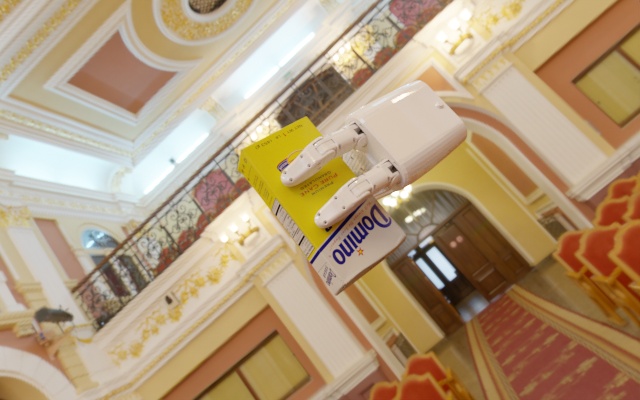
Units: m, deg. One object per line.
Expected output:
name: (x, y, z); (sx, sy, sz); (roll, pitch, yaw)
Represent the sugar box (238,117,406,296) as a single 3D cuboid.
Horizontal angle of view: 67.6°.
sugar box: (0.000, 0.001, 0.506); (0.093, 0.176, 0.048); (-33, -16, -27)
